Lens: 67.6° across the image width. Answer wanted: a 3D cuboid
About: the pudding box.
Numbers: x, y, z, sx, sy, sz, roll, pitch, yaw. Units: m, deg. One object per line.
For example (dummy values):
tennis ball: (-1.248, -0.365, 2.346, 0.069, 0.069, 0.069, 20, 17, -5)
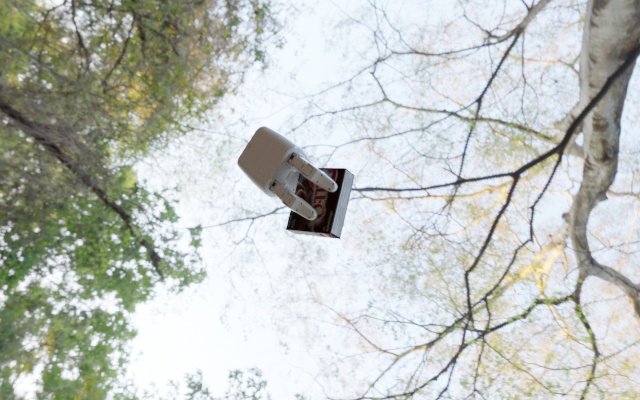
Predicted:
pudding box: (0.000, 0.003, 0.778, 0.090, 0.113, 0.039, 3, -15, 37)
